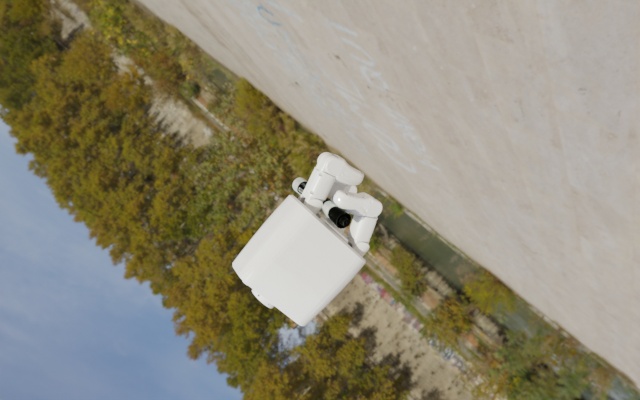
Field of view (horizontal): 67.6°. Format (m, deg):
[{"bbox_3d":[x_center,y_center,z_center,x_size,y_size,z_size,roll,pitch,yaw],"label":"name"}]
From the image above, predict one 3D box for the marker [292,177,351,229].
[{"bbox_3d":[0.000,0.002,0.549,0.020,0.020,0.121,0,22,-29],"label":"marker"}]
